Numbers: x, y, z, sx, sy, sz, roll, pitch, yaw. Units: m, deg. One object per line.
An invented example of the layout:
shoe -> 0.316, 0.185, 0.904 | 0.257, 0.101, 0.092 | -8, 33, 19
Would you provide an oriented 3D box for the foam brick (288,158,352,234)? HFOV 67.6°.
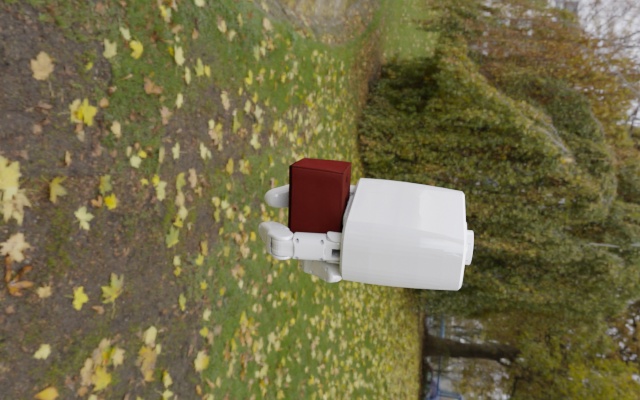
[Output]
foam brick -> 0.000, 0.001, 0.461 | 0.051, 0.078, 0.053 | 6, 17, 12
